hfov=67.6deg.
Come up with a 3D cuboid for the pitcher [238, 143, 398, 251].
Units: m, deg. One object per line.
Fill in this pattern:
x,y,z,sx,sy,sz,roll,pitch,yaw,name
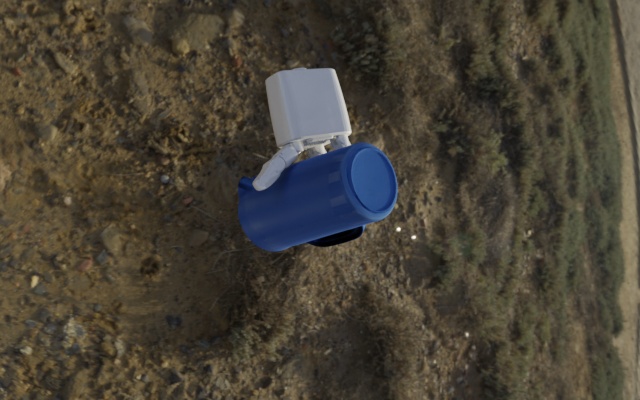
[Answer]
0.000,0.002,0.722,0.149,0.145,0.243,-10,-4,-43,pitcher
